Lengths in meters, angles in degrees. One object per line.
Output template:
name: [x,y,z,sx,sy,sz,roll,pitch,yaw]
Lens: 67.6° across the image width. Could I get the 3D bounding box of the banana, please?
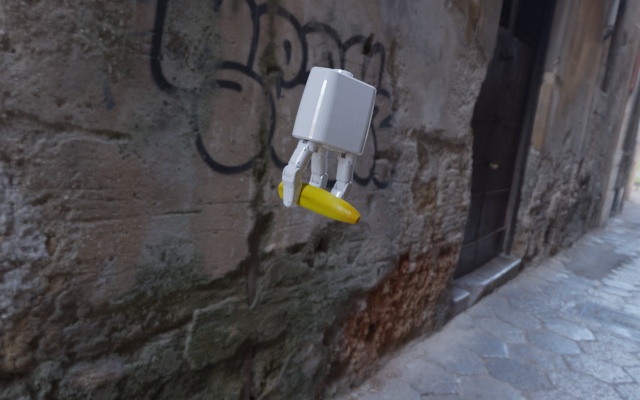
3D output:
banana: [-0.016,-0.004,0.731,0.070,0.037,0.197,23,-3,-32]
